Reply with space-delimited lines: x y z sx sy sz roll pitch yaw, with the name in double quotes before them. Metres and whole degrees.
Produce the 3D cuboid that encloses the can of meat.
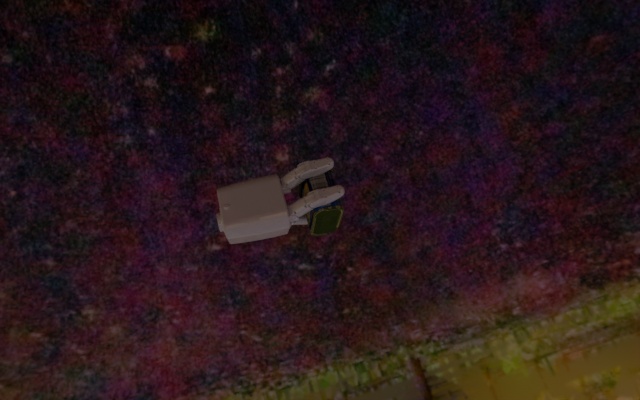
"can of meat" 0.000 0.003 0.824 0.057 0.084 0.102 -10 -27 -12
